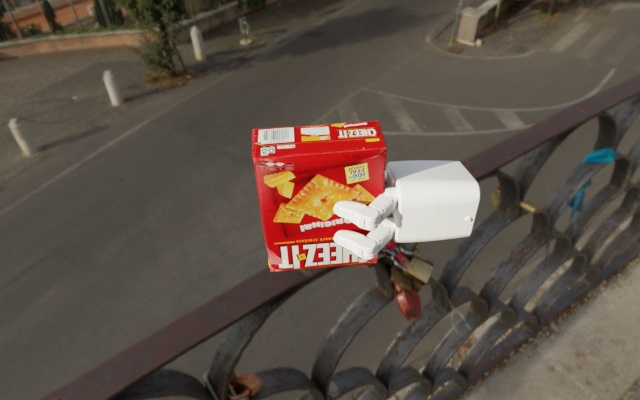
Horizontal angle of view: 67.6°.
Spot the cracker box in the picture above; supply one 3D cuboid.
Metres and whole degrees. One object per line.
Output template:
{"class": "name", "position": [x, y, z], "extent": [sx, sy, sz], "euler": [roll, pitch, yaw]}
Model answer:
{"class": "cracker box", "position": [0.000, 0.002, 0.654], "extent": [0.164, 0.214, 0.072], "euler": [-4, 42, -2]}
